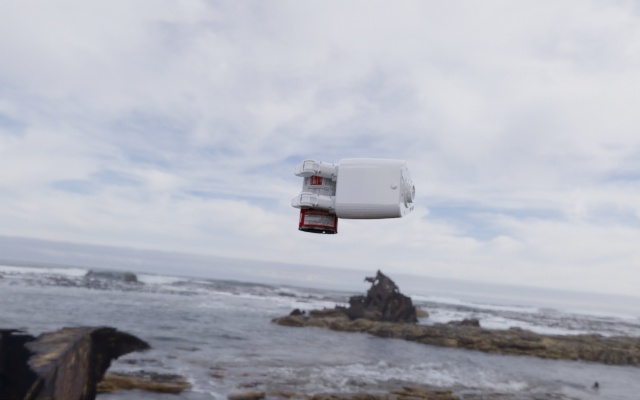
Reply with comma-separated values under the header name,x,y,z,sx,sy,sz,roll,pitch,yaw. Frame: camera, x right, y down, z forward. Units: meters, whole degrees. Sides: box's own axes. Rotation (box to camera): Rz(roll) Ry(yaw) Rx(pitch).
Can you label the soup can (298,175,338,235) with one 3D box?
name,x,y,z,sx,sy,sz,roll,pitch,yaw
soup can,0.000,0.002,0.813,0.068,0.102,0.068,5,-10,1
